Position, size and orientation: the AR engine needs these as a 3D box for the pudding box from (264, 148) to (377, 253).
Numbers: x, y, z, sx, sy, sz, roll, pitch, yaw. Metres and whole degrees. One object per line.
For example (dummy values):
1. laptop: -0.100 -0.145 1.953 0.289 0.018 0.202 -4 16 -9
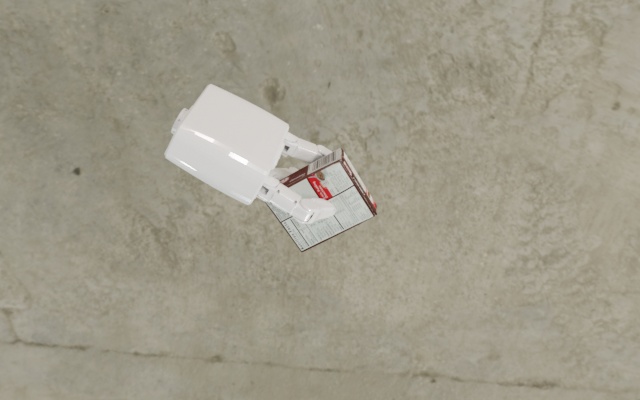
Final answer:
1. pudding box: 0.000 0.002 0.590 0.113 0.090 0.039 -26 23 18
